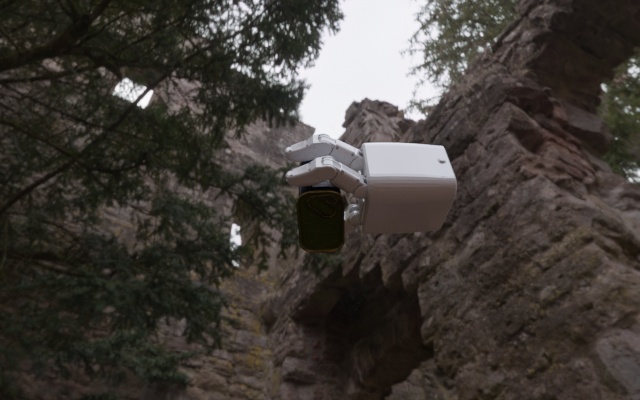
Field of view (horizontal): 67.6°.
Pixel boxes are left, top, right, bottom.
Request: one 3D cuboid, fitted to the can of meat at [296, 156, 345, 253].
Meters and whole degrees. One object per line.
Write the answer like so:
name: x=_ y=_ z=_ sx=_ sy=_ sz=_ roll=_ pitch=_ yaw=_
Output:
can of meat: x=0.000 y=0.002 z=0.612 sx=0.057 sy=0.102 sz=0.083 roll=-2 pitch=41 yaw=1
